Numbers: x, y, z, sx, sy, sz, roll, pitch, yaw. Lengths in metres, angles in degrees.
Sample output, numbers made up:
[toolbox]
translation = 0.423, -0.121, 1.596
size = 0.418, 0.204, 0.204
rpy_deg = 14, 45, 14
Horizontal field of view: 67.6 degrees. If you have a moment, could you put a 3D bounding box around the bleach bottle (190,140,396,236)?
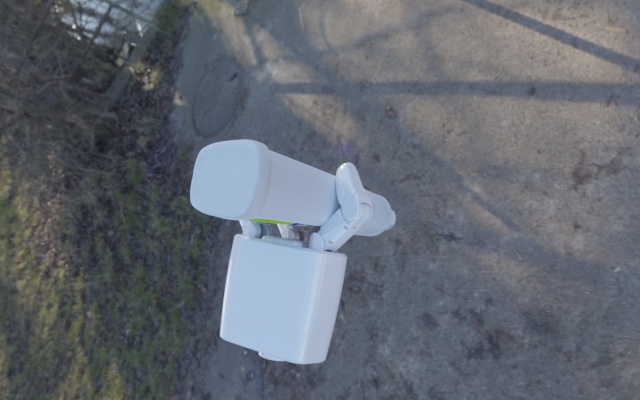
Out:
[bleach bottle]
translation = 0.000, 0.002, 0.494
size = 0.102, 0.068, 0.251
rpy_deg = 5, -6, 45
